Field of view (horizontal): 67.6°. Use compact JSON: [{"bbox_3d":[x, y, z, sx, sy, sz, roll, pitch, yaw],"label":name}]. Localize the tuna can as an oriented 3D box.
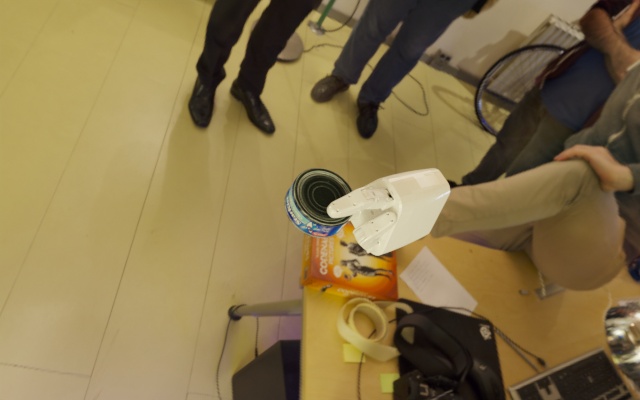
[{"bbox_3d":[0.000,0.002,0.601,0.086,0.086,0.034,0,-29,-25],"label":"tuna can"}]
